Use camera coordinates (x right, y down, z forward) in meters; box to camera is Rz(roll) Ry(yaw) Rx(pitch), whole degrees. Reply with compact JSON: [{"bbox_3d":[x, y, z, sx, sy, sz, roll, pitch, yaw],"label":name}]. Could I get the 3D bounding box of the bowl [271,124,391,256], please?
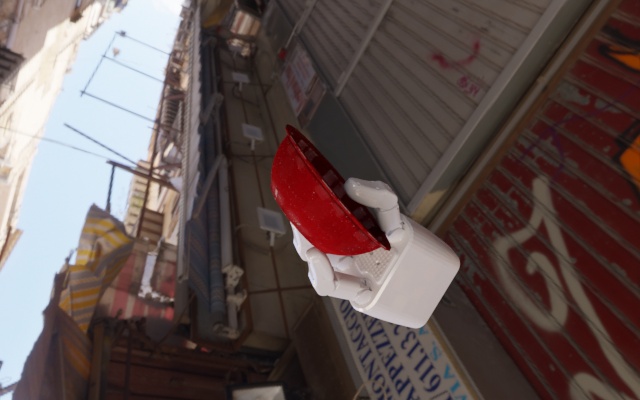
[{"bbox_3d":[-0.001,0.001,0.483,0.055,0.162,0.162,-39,-7,8],"label":"bowl"}]
